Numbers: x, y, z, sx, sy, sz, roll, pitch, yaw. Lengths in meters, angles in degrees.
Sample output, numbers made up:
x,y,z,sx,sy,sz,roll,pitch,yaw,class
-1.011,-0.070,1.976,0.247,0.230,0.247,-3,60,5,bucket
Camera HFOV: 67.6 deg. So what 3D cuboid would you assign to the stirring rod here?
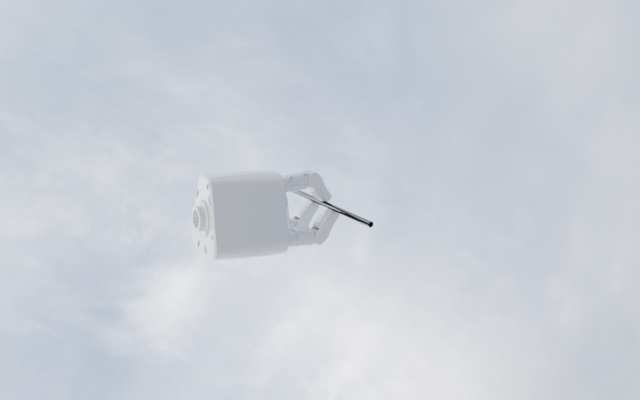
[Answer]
x,y,z,sx,sy,sz,roll,pitch,yaw,class
0.000,0.002,0.714,0.011,0.011,0.239,0,14,-34,stirring rod
